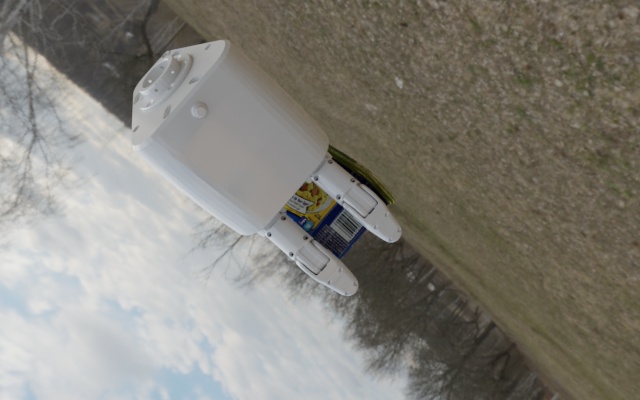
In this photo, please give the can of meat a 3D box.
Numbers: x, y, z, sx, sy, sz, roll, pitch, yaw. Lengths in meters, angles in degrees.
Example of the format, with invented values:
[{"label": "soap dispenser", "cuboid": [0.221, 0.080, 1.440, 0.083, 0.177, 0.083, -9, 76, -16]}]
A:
[{"label": "can of meat", "cuboid": [0.000, 0.002, 0.414, 0.057, 0.084, 0.102, 43, -3, -42]}]
